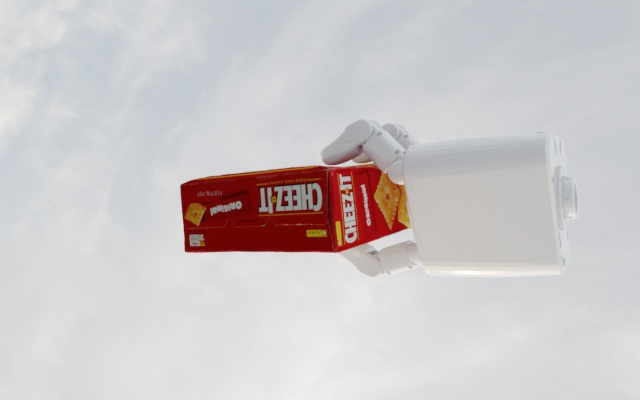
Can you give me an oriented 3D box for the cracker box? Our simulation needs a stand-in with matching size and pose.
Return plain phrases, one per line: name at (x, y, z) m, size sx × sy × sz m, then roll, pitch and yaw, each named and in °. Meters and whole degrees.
cracker box at (0.000, 0.002, 0.468) m, size 0.164 × 0.072 × 0.213 m, roll -5°, pitch 2°, yaw 34°
